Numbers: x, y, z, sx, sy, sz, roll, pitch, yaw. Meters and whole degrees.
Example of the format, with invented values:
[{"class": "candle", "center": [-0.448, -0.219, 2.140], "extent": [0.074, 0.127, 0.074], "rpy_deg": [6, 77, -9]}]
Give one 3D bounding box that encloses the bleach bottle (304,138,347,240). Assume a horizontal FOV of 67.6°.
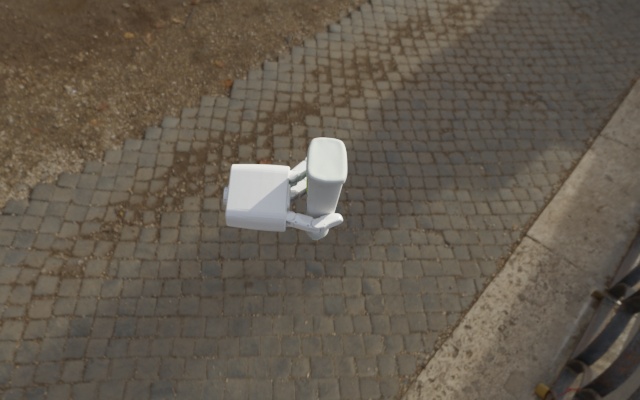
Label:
[{"class": "bleach bottle", "center": [0.000, 0.003, 0.888], "extent": [0.068, 0.102, 0.251], "rpy_deg": [4, -37, -3]}]
